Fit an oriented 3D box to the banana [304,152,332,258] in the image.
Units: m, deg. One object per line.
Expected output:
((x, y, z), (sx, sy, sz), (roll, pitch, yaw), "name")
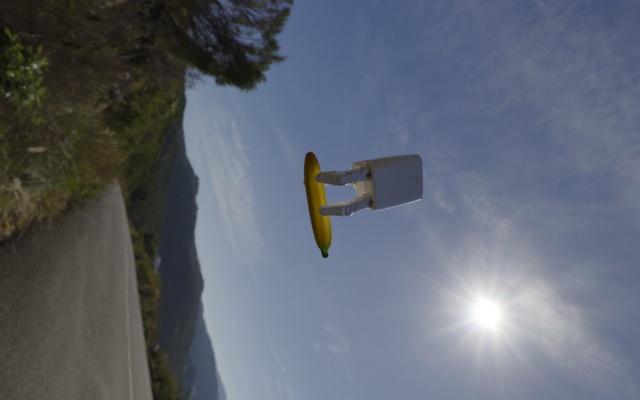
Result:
((-0.003, 0.008, 0.903), (0.037, 0.198, 0.069), (-10, -4, -12), "banana")
